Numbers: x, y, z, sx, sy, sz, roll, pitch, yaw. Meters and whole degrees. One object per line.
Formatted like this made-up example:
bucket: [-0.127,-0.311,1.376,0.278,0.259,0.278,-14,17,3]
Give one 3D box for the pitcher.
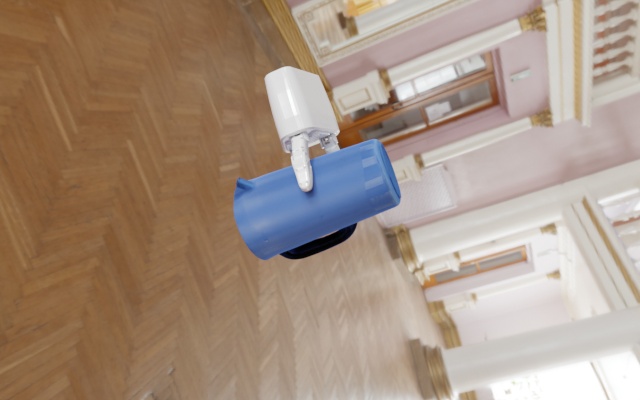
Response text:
pitcher: [0.000,0.002,0.751,0.243,0.145,0.149,-20,-9,14]
